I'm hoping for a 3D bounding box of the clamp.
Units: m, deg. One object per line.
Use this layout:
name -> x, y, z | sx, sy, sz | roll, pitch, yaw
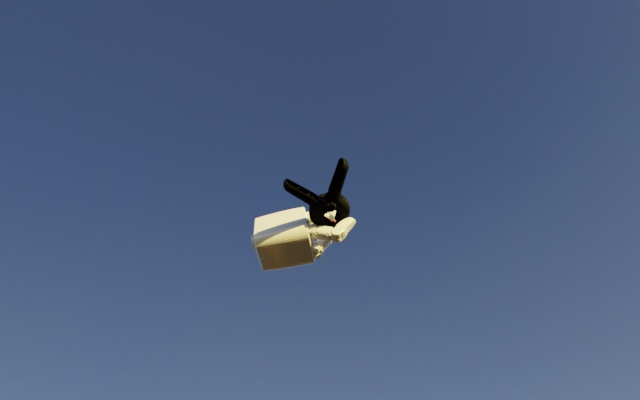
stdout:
clamp -> 0.000, 0.003, 0.887 | 0.120, 0.172, 0.039 | -10, 40, -1
